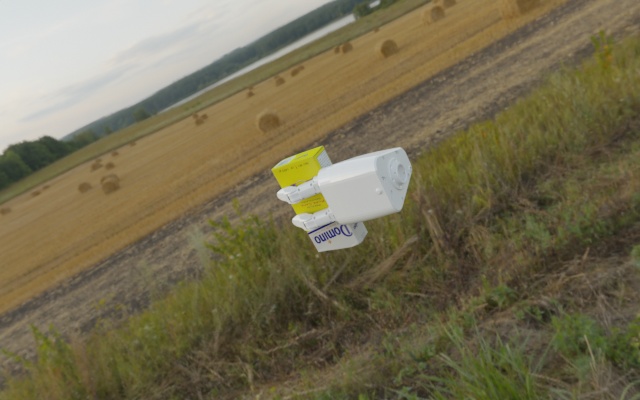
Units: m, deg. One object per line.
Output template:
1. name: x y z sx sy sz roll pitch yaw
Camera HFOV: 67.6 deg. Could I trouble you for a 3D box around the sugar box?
1. sugar box: 0.000 0.003 0.808 0.093 0.176 0.048 -14 22 36
